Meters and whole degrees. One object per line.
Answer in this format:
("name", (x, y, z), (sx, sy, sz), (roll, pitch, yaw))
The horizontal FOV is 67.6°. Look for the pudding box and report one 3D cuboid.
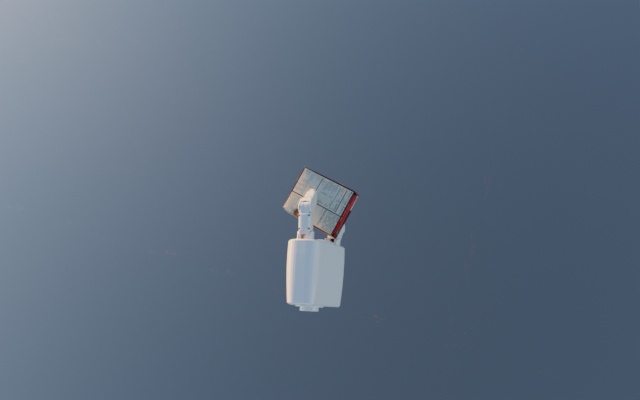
("pudding box", (0.000, 0.003, 0.855), (0.113, 0.090, 0.039), (28, -3, 21))
